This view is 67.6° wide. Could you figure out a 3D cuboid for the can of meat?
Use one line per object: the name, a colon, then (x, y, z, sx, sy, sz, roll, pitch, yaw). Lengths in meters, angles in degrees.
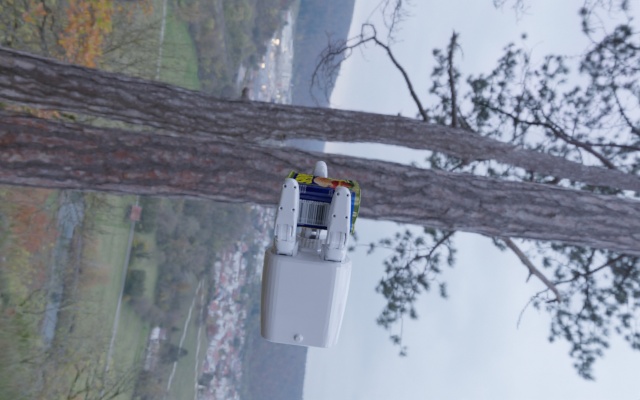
can of meat: (0.000, 0.002, 0.556, 0.084, 0.057, 0.102, 7, 10, 0)
